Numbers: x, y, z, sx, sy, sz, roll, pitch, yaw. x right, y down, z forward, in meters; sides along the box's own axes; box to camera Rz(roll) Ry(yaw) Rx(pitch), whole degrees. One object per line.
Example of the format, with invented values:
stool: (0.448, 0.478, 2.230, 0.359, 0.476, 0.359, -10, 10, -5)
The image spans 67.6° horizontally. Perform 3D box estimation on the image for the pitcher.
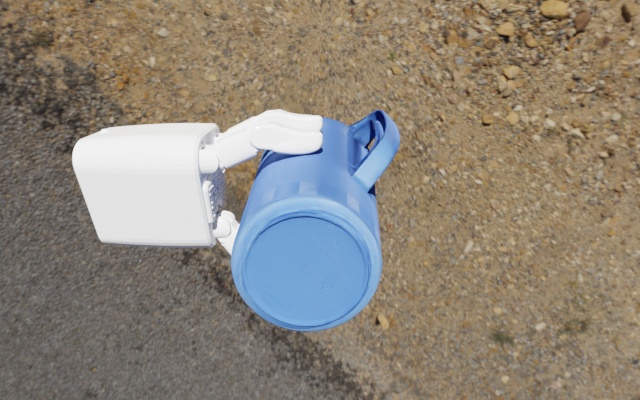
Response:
pitcher: (0.000, 0.001, 0.440, 0.145, 0.149, 0.242, 2, 20, 1)
